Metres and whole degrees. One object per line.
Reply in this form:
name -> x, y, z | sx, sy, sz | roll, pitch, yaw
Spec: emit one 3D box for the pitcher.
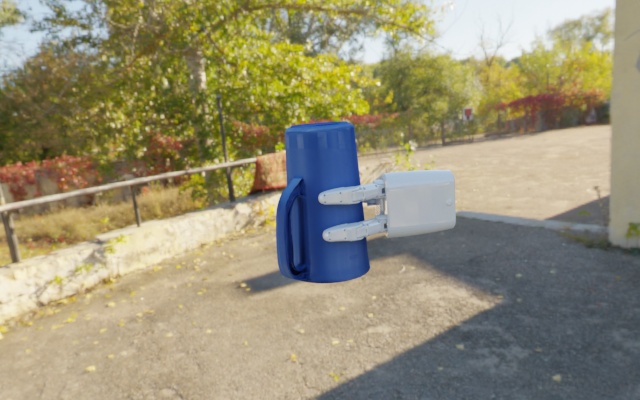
pitcher -> 0.000, 0.002, 0.750 | 0.145, 0.243, 0.149 | -5, 11, -2
